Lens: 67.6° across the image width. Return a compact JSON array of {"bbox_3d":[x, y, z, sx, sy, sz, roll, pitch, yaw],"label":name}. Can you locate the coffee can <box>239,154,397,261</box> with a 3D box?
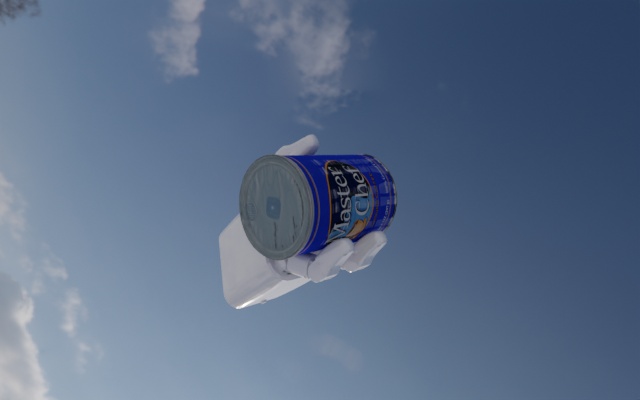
[{"bbox_3d":[0.000,0.002,0.509,0.103,0.103,0.140,0,4,43],"label":"coffee can"}]
